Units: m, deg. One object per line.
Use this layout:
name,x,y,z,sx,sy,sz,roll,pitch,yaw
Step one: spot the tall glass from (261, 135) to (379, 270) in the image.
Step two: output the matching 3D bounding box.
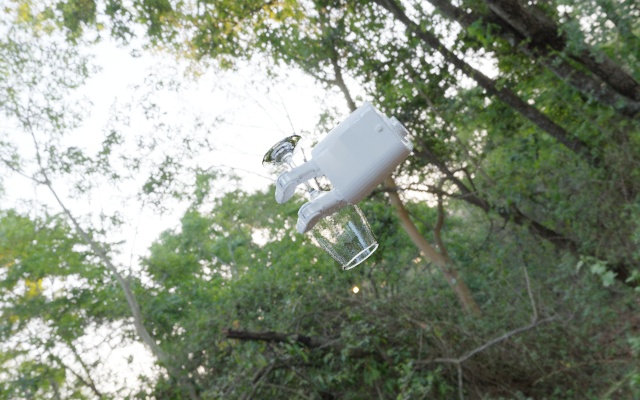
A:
tall glass,0.000,0.002,0.688,0.079,0.201,0.079,-33,-18,-12
